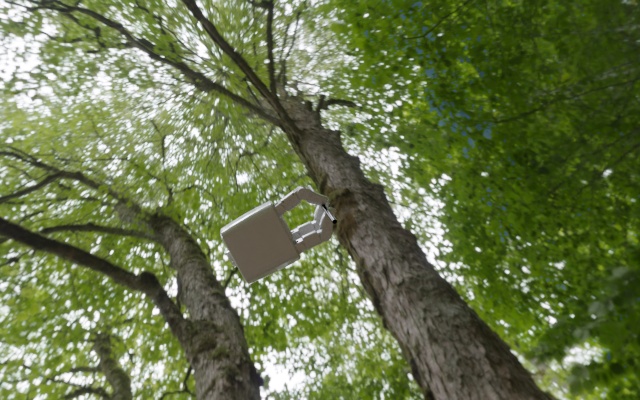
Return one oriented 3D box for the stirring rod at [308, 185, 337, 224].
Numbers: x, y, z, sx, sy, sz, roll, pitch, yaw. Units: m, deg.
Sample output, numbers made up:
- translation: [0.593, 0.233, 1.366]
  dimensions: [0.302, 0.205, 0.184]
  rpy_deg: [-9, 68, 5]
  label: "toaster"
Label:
- translation: [0.000, 0.003, 0.882]
  dimensions: [0.011, 0.011, 0.239]
  rpy_deg: [0, 15, -11]
  label: "stirring rod"
